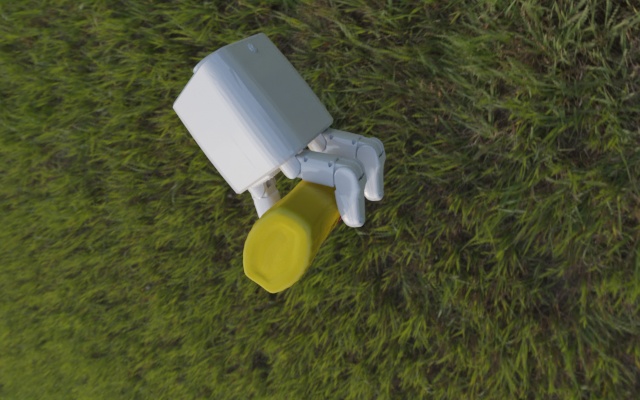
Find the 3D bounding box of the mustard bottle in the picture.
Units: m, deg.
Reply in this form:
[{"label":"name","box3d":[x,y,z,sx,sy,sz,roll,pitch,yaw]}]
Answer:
[{"label":"mustard bottle","box3d":[0.000,0.002,0.469,0.058,0.096,0.191,33,37,6]}]
